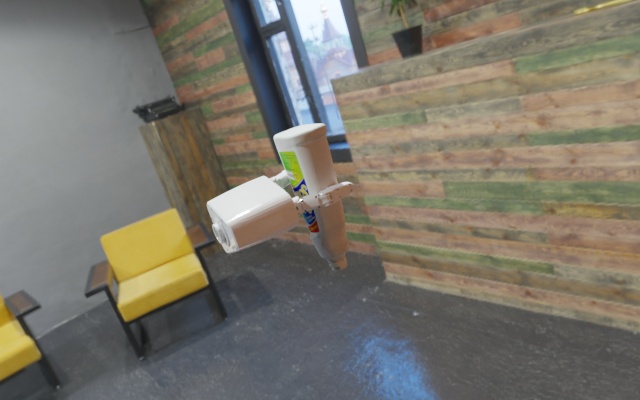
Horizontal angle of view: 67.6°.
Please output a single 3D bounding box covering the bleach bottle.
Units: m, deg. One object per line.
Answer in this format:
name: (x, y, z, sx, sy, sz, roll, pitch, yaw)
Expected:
bleach bottle: (0.000, 0.003, 0.789, 0.068, 0.251, 0.102, -25, 17, -23)
